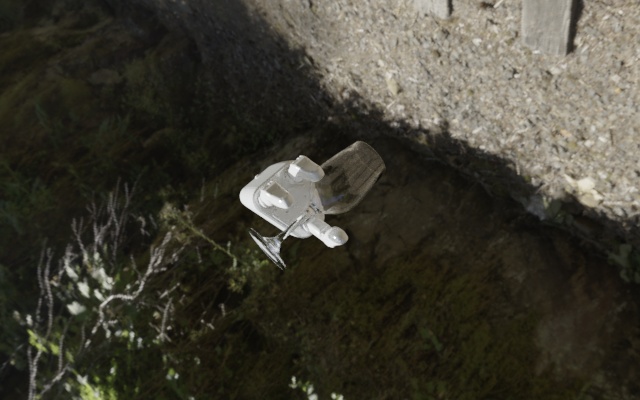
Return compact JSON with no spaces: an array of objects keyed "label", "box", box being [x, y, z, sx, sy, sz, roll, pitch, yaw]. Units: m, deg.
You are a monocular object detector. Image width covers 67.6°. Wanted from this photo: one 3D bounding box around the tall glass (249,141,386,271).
[{"label":"tall glass","box":[0.000,0.003,0.664,0.201,0.079,0.079,-42,13,-15]}]
